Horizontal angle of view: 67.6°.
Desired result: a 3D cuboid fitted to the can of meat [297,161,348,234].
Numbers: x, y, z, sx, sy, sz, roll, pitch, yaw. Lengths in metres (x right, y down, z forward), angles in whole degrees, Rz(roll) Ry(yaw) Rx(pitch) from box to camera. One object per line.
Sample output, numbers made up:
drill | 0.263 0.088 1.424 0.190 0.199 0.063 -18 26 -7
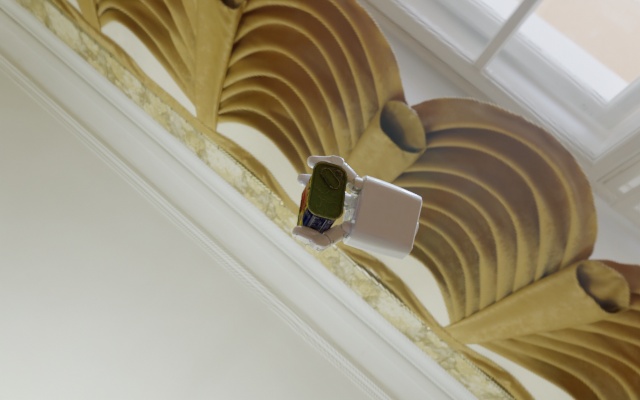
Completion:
can of meat | 0.000 0.003 0.772 0.057 0.102 0.084 15 -33 -10
